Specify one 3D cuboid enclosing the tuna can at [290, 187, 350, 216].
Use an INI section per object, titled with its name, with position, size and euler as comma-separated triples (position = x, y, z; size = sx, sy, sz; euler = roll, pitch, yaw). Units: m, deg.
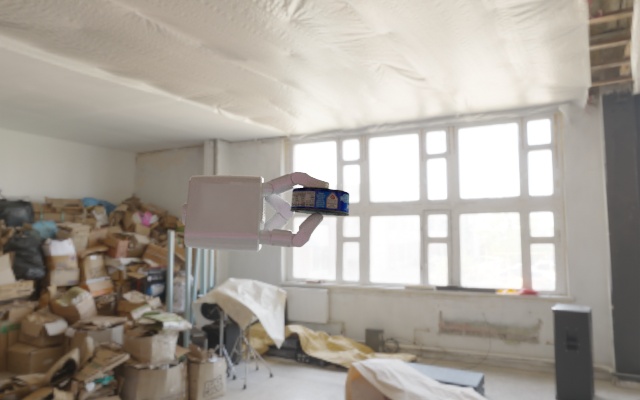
[tuna can]
position = 0.000, 0.002, 0.695
size = 0.086, 0.033, 0.086
euler = 4, -5, 0
